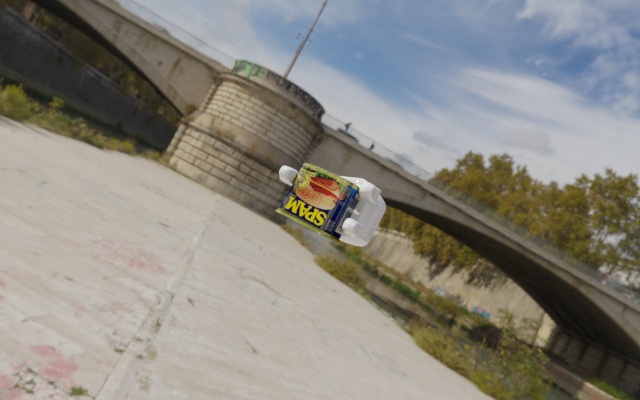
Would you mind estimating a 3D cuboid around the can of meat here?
[{"bbox_3d":[0.000,0.002,0.683,0.102,0.084,0.057,26,-4,32],"label":"can of meat"}]
